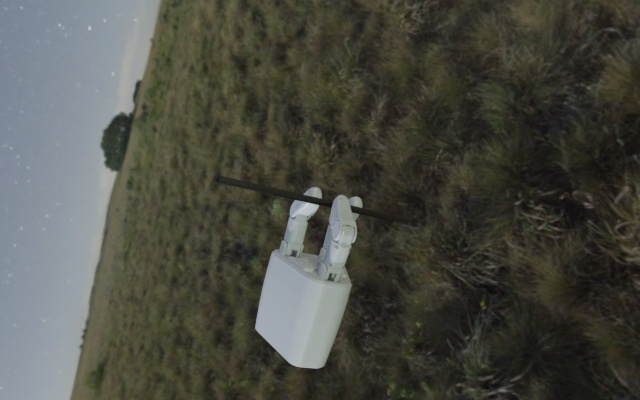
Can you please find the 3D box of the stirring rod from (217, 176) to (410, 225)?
[{"bbox_3d":[0.000,0.002,0.552,0.239,0.011,0.011,13,-5,-22],"label":"stirring rod"}]
